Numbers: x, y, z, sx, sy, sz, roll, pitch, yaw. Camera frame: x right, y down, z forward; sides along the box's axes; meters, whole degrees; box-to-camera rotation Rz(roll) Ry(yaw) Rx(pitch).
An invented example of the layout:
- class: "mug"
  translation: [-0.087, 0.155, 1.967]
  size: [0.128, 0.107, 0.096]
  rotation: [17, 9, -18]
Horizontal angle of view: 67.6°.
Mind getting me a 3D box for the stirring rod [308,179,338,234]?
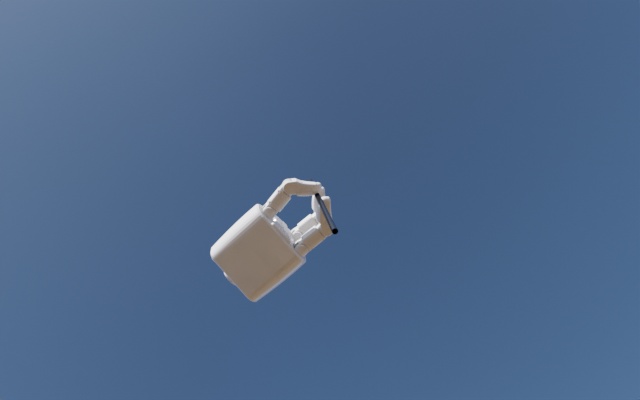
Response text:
- class: "stirring rod"
  translation: [0.000, 0.002, 0.701]
  size: [0.011, 0.011, 0.239]
  rotation: [0, 17, -9]
